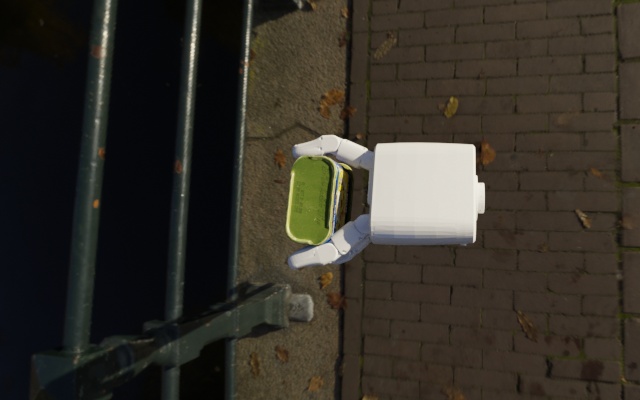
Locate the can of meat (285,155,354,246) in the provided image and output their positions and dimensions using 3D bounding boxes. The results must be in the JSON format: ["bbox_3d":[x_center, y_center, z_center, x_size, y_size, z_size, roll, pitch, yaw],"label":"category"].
[{"bbox_3d":[0.000,0.002,0.546,0.057,0.102,0.084,5,-2,16],"label":"can of meat"}]
